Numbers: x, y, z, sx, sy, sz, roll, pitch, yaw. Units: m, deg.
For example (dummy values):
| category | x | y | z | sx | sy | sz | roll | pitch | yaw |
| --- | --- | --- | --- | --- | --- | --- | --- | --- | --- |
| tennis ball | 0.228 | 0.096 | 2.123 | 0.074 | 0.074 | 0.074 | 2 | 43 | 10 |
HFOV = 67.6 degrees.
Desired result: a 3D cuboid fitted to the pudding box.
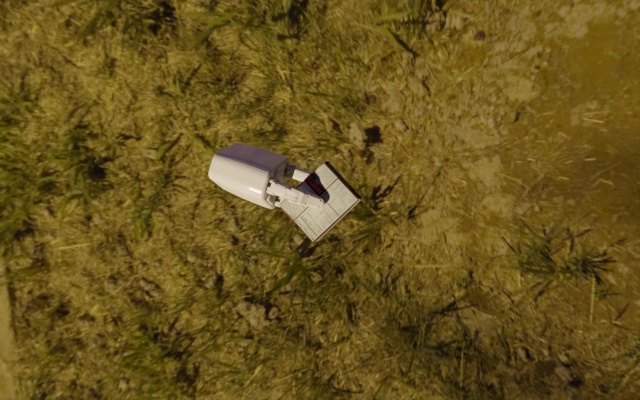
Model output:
| category | x | y | z | sx | sy | sz | roll | pitch | yaw |
| --- | --- | --- | --- | --- | --- | --- | --- | --- | --- |
| pudding box | 0.000 | 0.003 | 0.807 | 0.113 | 0.090 | 0.039 | -44 | -5 | 12 |
